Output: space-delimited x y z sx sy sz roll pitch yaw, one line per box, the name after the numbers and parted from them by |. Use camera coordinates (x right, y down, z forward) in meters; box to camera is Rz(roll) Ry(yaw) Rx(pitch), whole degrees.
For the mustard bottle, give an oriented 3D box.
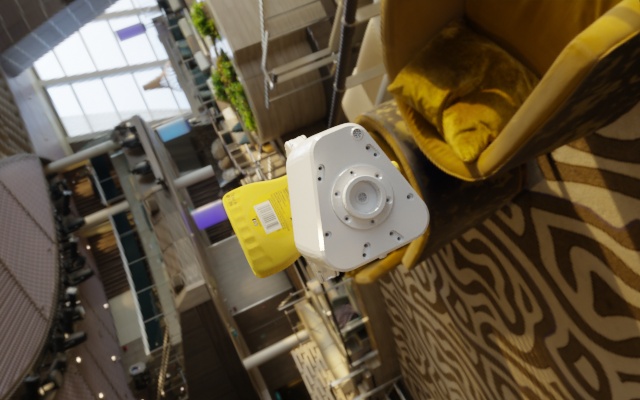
0.000 0.002 0.515 0.191 0.096 0.058 -24 -20 -11 | mustard bottle
